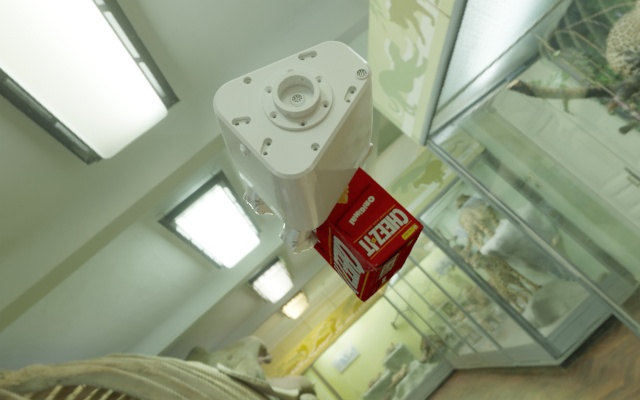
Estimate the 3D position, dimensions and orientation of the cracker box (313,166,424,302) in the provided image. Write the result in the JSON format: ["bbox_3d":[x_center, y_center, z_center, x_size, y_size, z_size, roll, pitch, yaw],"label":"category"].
[{"bbox_3d":[0.000,0.001,0.525,0.072,0.213,0.164,-40,-17,-13],"label":"cracker box"}]
